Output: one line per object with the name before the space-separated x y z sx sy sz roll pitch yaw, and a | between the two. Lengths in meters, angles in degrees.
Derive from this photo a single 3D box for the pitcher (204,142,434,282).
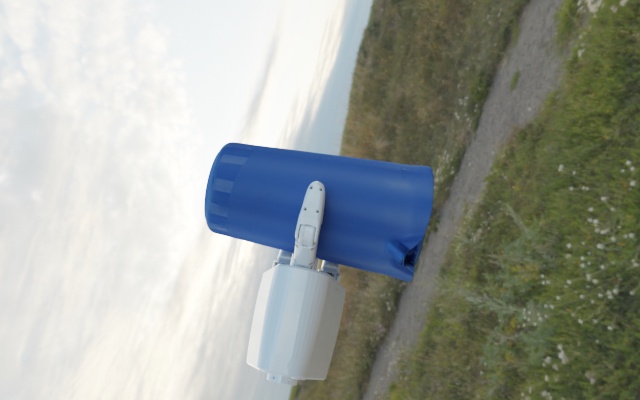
pitcher | 0.000 0.002 0.558 0.243 0.145 0.149 11 -17 2
